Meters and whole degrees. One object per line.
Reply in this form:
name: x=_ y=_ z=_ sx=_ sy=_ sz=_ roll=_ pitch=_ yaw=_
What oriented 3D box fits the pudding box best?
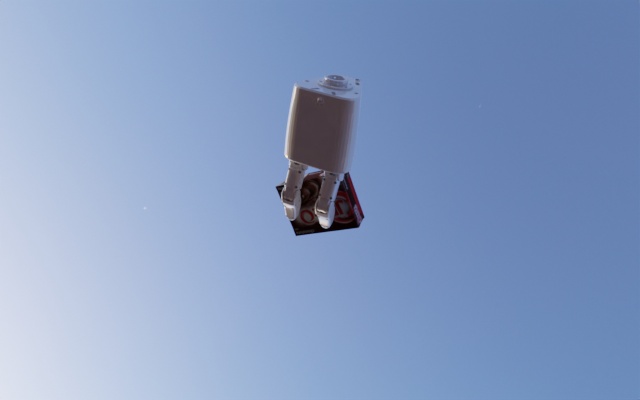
pudding box: x=0.000 y=0.002 z=0.722 sx=0.113 sy=0.090 sz=0.039 roll=-9 pitch=23 yaw=30
